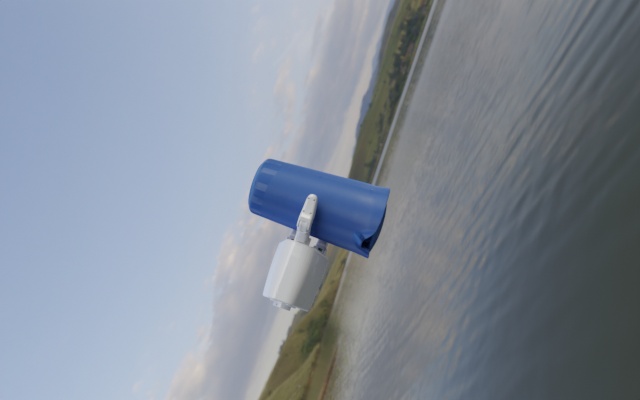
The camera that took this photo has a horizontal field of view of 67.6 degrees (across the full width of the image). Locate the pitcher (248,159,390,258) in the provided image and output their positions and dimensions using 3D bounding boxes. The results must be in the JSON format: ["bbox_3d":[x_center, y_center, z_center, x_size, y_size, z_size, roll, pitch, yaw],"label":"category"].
[{"bbox_3d":[0.000,0.003,0.884,0.243,0.145,0.149,18,-14,5],"label":"pitcher"}]
